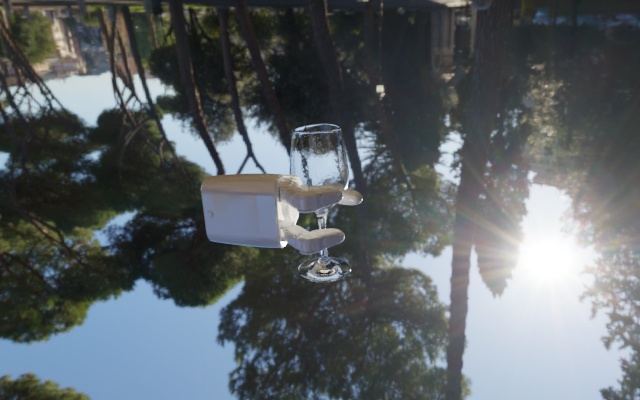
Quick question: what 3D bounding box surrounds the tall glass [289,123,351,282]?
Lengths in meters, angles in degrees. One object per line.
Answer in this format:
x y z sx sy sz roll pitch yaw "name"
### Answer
0.000 0.003 0.635 0.079 0.201 0.079 -2 18 1 "tall glass"
